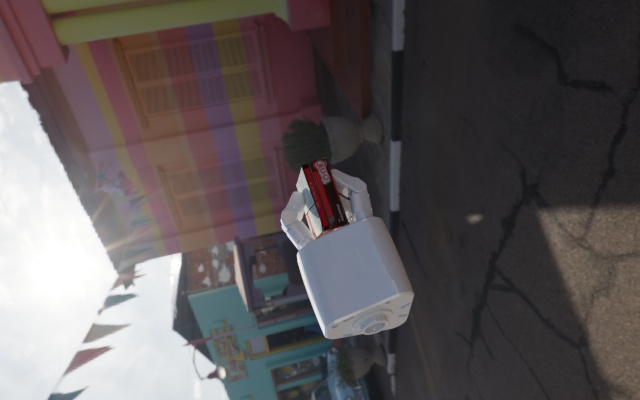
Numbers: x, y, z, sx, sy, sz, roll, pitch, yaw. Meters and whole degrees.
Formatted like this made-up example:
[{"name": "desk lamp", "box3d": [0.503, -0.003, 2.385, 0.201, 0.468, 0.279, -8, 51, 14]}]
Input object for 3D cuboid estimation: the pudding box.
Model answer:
[{"name": "pudding box", "box3d": [0.000, 0.002, 0.635, 0.039, 0.090, 0.113, -16, -8, -11]}]
